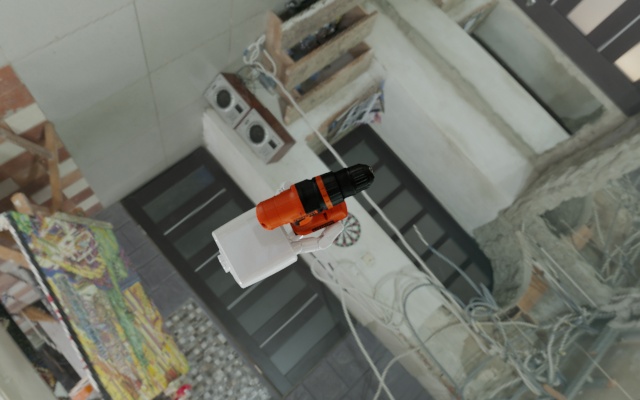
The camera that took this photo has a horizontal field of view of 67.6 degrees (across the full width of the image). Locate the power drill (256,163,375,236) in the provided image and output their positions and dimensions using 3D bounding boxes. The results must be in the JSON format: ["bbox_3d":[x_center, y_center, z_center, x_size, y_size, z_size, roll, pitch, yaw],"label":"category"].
[{"bbox_3d":[0.000,0.003,0.772,0.184,0.057,0.188,-21,-13,3],"label":"power drill"}]
